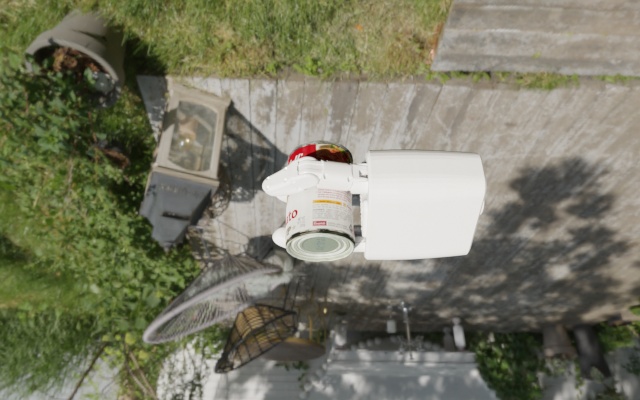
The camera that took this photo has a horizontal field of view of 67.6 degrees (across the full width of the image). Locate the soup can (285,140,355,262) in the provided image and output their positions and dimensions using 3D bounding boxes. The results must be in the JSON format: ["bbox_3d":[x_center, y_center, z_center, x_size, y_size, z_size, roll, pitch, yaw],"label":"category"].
[{"bbox_3d":[0.000,0.002,0.472,0.068,0.102,0.068,0,-30,0],"label":"soup can"}]
